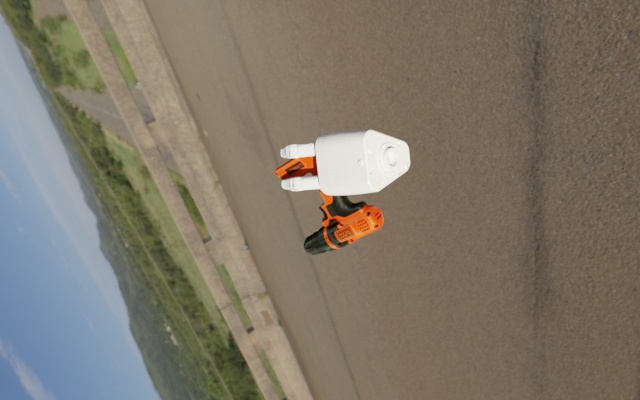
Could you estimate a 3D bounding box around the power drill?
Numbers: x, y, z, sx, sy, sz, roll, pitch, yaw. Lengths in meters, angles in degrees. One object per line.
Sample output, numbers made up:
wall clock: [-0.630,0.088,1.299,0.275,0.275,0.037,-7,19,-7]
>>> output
power drill: [0.000,0.002,0.865,0.184,0.188,0.057,-28,10,37]
